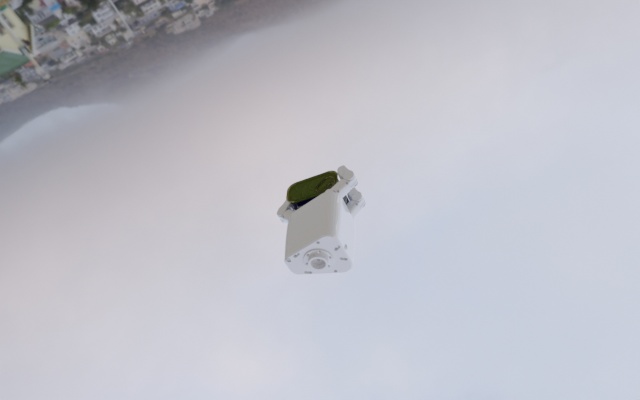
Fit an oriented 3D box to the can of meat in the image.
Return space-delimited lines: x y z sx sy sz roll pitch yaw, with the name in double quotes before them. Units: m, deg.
"can of meat" 0.000 0.003 0.891 0.102 0.084 0.057 -18 36 15
